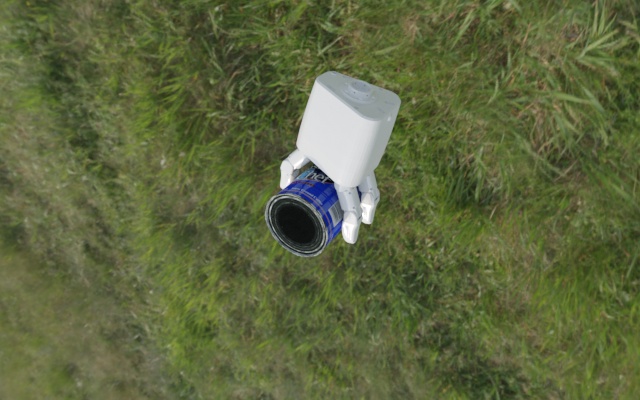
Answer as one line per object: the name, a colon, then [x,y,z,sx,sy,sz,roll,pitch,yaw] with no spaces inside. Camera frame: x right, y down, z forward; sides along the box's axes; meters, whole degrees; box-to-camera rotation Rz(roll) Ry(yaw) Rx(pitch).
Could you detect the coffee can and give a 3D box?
coffee can: [0.000,0.002,0.707,0.103,0.103,0.140,0,29,35]
